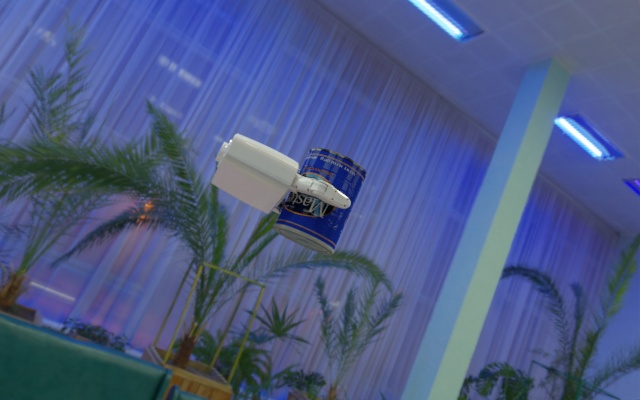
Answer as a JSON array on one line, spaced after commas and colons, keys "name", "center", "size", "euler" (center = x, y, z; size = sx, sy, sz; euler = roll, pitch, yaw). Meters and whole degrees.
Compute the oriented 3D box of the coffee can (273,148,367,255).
[{"name": "coffee can", "center": [0.000, 0.003, 0.758], "size": [0.103, 0.140, 0.103], "euler": [23, -13, 6]}]
